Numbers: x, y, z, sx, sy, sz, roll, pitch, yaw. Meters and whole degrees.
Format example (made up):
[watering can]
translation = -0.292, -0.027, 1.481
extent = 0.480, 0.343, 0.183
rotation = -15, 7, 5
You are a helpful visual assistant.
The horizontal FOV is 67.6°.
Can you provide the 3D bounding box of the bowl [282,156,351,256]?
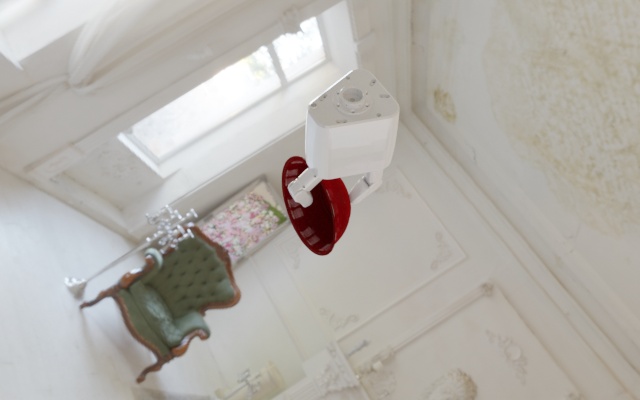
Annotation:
[bowl]
translation = 0.000, 0.003, 0.751
extent = 0.055, 0.162, 0.162
rotation = -19, 9, -27
